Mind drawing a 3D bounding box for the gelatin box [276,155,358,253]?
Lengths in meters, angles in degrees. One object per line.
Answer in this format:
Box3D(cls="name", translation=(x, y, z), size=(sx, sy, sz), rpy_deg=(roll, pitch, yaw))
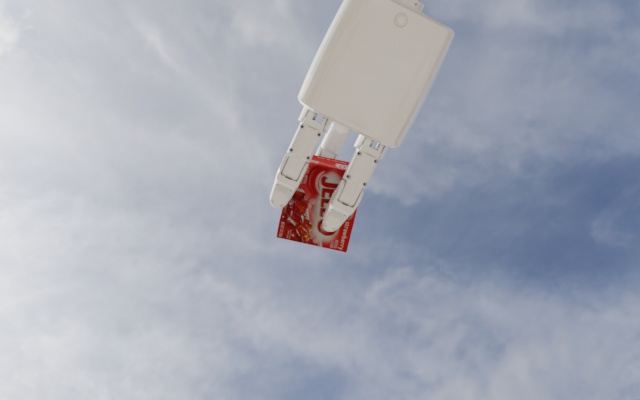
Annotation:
Box3D(cls="gelatin box", translation=(0.000, 0.002, 0.472), size=(0.073, 0.089, 0.030), rpy_deg=(12, 25, 0))
